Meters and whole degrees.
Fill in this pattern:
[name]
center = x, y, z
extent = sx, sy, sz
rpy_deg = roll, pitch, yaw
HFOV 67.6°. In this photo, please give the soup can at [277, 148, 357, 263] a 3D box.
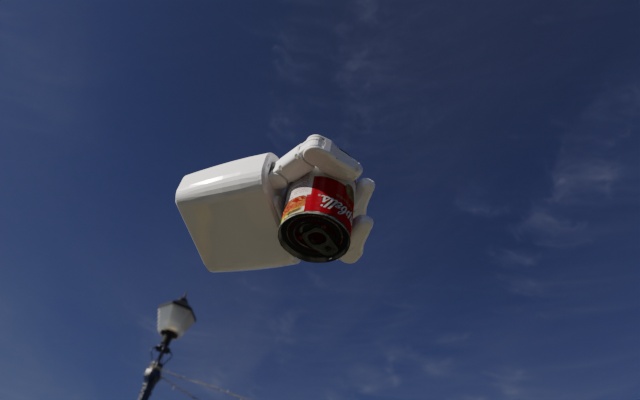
[soup can]
center = 0.001, 0.001, 0.473
extent = 0.068, 0.069, 0.102
rpy_deg = 0, 43, 10
